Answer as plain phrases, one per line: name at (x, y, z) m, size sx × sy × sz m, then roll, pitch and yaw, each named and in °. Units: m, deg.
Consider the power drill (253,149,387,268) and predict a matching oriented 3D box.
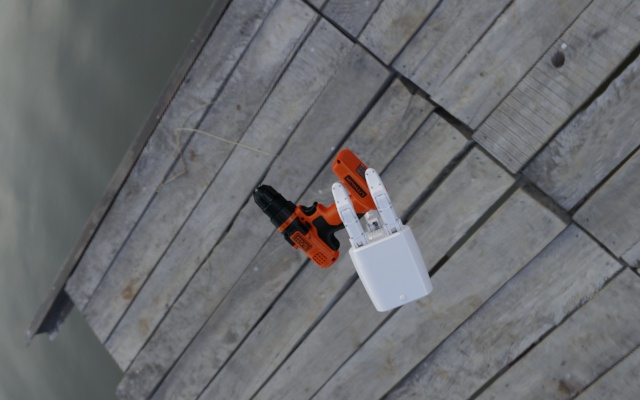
power drill at (0.001, 0.003, 0.780) m, size 0.188 × 0.184 × 0.057 m, roll -42°, pitch 8°, yaw 32°
